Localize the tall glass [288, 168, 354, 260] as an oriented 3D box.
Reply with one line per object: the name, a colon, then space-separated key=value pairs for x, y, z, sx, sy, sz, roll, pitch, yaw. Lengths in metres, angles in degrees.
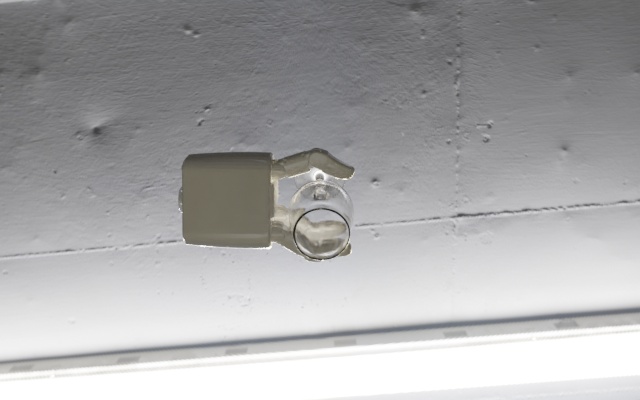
tall glass: x=0.000 y=0.002 z=0.602 sx=0.079 sy=0.079 sz=0.201 roll=0 pitch=21 yaw=-1
